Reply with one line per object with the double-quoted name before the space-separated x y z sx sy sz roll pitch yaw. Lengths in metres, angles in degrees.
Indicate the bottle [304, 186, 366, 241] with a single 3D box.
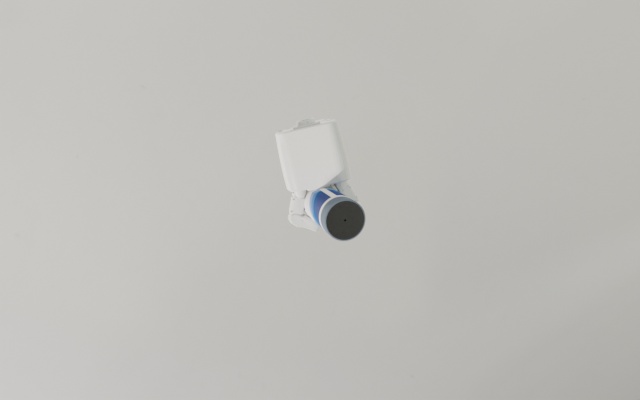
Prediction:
"bottle" 0.000 0.003 0.870 0.069 0.069 0.295 0 11 -15
